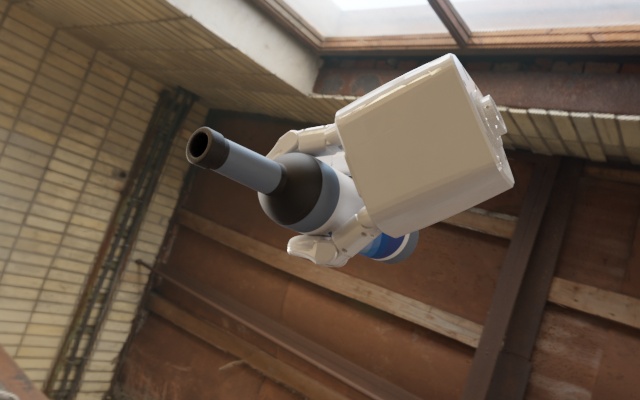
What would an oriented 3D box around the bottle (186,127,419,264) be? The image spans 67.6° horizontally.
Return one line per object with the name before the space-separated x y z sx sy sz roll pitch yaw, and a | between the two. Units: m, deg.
bottle | 0.000 0.002 0.444 0.069 0.069 0.296 0 -16 36
